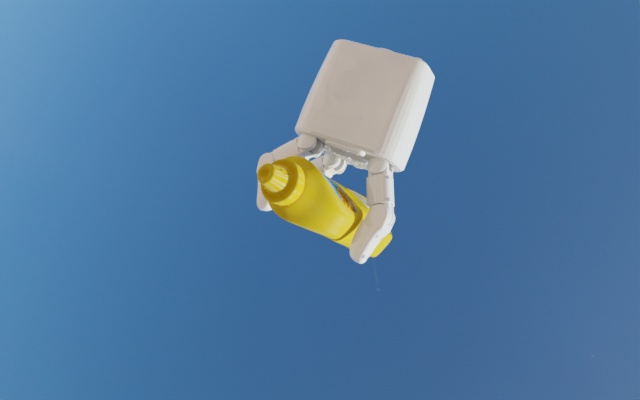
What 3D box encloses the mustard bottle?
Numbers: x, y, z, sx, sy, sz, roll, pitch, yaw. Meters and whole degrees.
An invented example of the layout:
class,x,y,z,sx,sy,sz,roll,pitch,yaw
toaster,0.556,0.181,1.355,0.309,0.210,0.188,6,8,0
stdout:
class,x,y,z,sx,sy,sz,roll,pitch,yaw
mustard bottle,0.000,0.002,0.481,0.096,0.058,0.192,46,9,32
